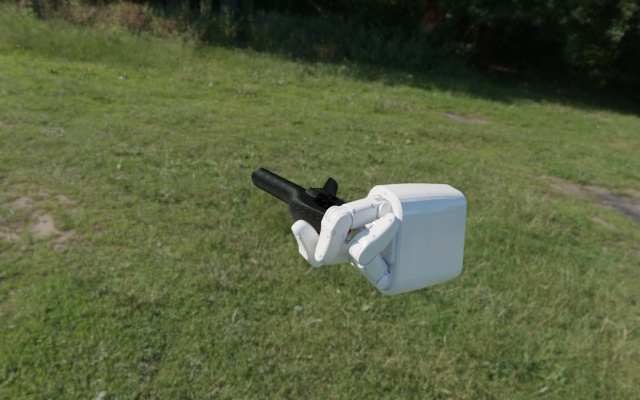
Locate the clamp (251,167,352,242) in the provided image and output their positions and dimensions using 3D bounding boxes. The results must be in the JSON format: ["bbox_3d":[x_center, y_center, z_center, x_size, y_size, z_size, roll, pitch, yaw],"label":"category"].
[{"bbox_3d":[0.000,0.001,0.578,0.120,0.039,0.171,-4,28,-32],"label":"clamp"}]
